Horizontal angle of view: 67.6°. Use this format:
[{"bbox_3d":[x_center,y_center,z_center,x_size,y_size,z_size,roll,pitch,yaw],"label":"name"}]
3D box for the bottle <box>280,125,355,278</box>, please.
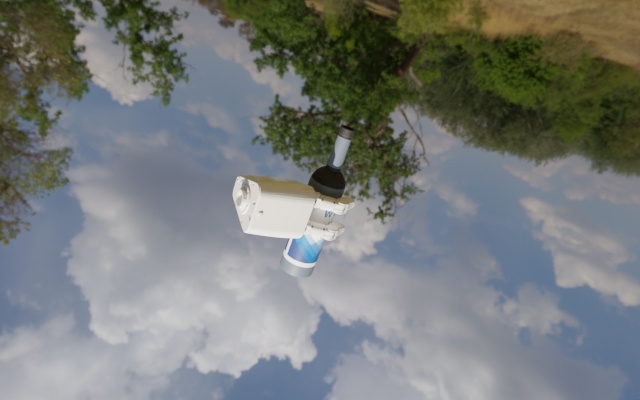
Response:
[{"bbox_3d":[0.000,0.003,0.880,0.069,0.296,0.069,18,21,-7],"label":"bottle"}]
